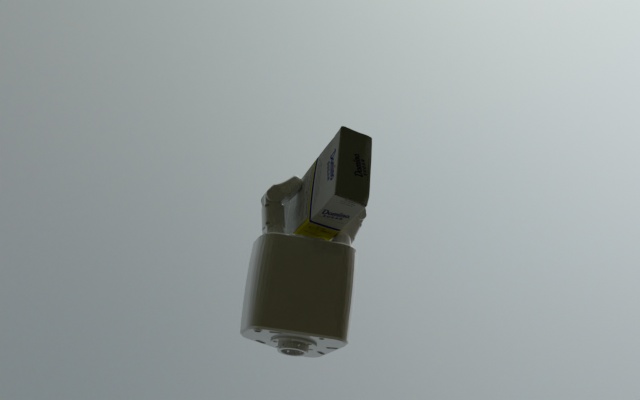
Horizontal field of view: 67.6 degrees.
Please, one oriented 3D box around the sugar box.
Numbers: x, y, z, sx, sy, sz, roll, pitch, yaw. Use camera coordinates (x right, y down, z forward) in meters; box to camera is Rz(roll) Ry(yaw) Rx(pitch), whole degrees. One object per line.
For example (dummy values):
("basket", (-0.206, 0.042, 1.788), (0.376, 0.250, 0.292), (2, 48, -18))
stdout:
("sugar box", (0.001, 0.002, 0.564), (0.048, 0.093, 0.176), (20, -34, -20))
